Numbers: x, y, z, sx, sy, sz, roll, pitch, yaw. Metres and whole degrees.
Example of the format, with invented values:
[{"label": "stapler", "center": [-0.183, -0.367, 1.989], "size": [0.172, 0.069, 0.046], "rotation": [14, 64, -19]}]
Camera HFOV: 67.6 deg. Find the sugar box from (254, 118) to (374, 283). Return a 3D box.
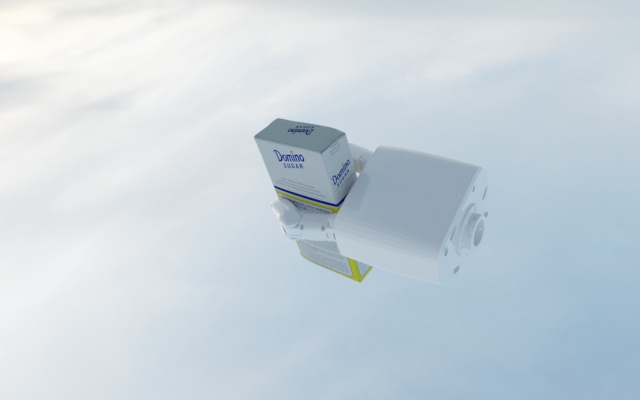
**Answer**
[{"label": "sugar box", "center": [0.001, 0.001, 0.508], "size": [0.093, 0.176, 0.048], "rotation": [18, 48, 37]}]
